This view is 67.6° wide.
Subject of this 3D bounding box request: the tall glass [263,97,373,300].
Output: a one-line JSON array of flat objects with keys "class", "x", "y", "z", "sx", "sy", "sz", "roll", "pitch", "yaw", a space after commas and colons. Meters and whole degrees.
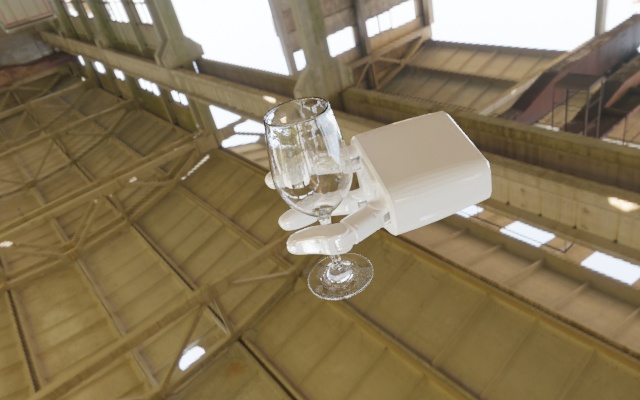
[{"class": "tall glass", "x": 0.000, "y": 0.002, "z": 0.479, "sx": 0.079, "sy": 0.201, "sz": 0.079, "roll": -11, "pitch": 32, "yaw": 7}]
